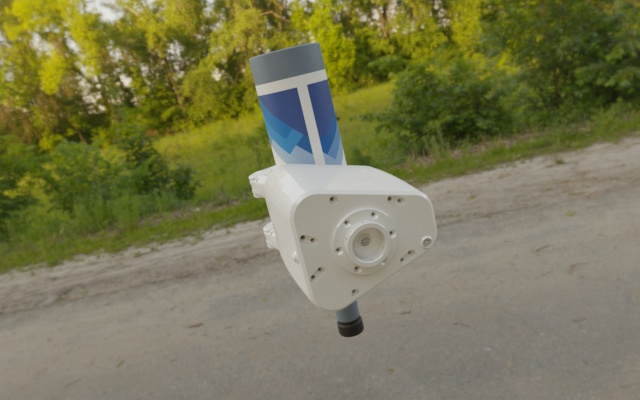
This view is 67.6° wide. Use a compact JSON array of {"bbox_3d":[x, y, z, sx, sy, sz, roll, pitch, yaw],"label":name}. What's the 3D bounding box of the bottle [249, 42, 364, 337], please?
[{"bbox_3d":[0.000,0.001,0.474,0.069,0.296,0.069,-13,15,3],"label":"bottle"}]
